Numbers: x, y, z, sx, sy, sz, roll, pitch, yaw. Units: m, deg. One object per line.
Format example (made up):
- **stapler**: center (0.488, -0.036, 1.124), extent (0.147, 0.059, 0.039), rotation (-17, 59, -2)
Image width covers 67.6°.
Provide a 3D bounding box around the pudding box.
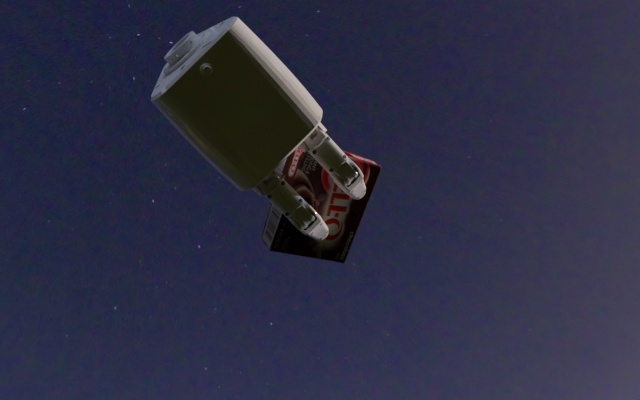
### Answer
- **pudding box**: center (0.000, 0.002, 0.484), extent (0.090, 0.113, 0.039), rotation (14, 15, -29)
